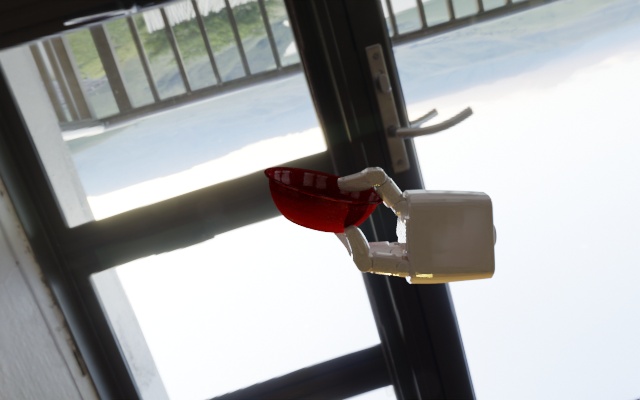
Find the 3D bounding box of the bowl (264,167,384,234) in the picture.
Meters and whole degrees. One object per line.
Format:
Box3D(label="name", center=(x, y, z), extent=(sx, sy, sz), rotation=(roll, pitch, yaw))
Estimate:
Box3D(label="bowl", center=(-0.001, 0.002, 0.629), extent=(0.162, 0.055, 0.162), rotation=(13, 13, -3))
